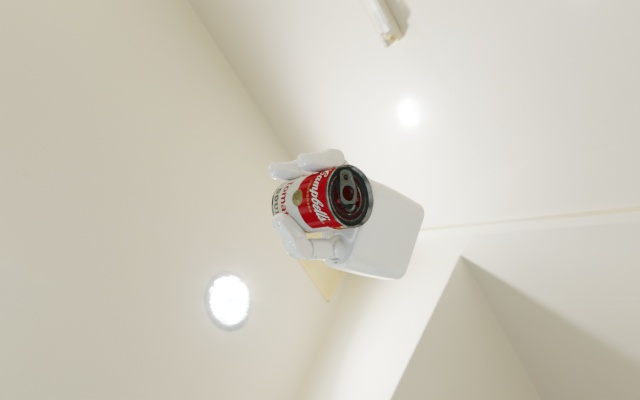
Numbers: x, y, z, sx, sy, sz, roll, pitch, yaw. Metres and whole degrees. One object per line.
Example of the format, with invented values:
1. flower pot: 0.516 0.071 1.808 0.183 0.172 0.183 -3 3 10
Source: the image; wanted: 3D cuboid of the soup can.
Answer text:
1. soup can: -0.001 0.002 0.539 0.068 0.068 0.102 0 -8 -41
